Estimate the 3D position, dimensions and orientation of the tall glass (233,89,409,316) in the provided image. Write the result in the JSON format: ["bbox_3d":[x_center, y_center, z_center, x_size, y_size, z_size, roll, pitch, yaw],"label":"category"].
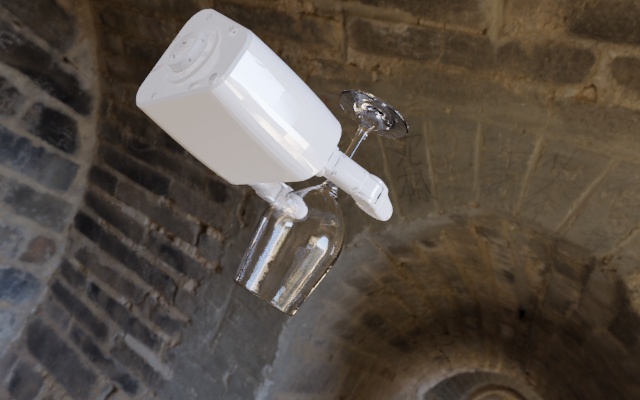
[{"bbox_3d":[0.001,0.001,0.434,0.079,0.201,0.079,30,-11,6],"label":"tall glass"}]
